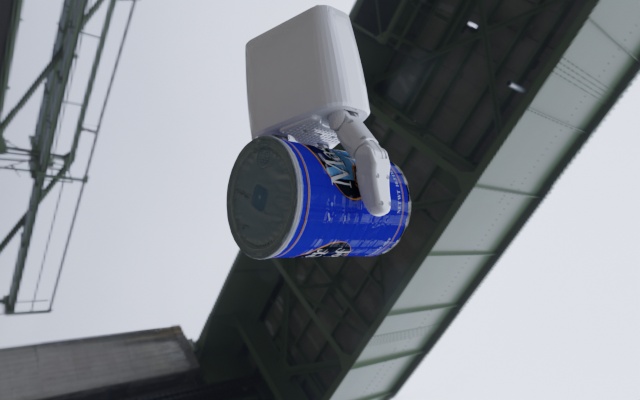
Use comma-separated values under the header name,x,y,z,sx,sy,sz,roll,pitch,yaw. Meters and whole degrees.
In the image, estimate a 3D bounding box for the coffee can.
name,x,y,z,sx,sy,sz,roll,pitch,yaw
coffee can,0.000,0.002,0.441,0.140,0.103,0.103,5,-3,-42
